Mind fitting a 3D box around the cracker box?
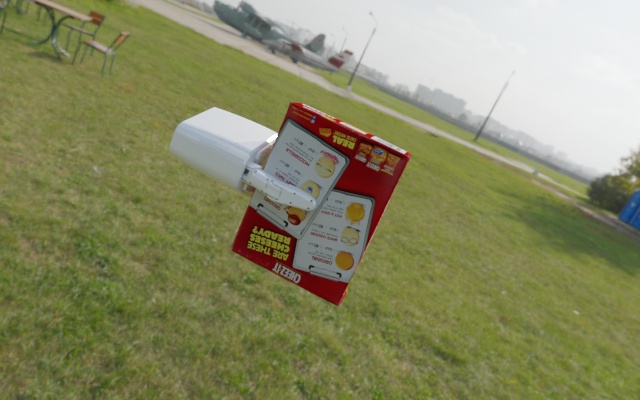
[{"bbox_3d":[0.000,0.002,0.627,0.164,0.214,0.072,26,15,9],"label":"cracker box"}]
